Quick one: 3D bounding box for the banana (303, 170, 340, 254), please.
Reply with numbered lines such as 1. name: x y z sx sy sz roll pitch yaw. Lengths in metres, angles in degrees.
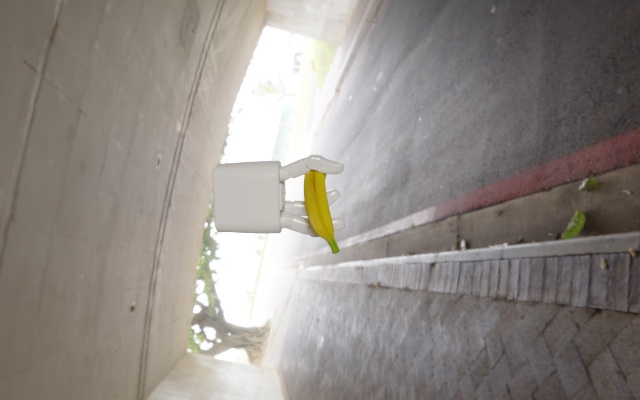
1. banana: -0.005 -0.008 0.754 0.037 0.197 0.070 -15 -46 7
